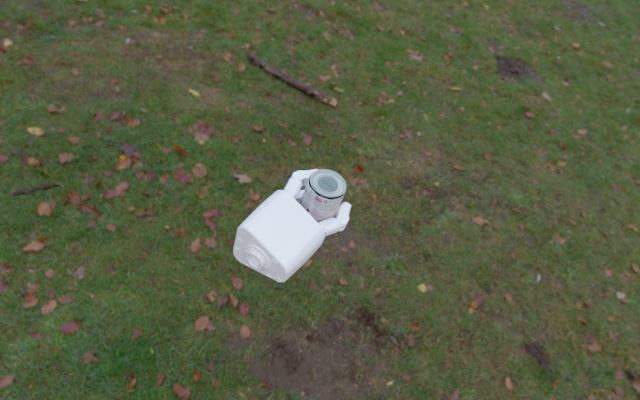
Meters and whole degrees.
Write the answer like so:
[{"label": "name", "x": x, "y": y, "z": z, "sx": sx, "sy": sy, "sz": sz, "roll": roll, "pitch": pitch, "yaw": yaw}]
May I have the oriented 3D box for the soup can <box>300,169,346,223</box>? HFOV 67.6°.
[{"label": "soup can", "x": 0.001, "y": 0.002, "z": 0.842, "sx": 0.068, "sy": 0.068, "sz": 0.102, "roll": 0, "pitch": -40, "yaw": -19}]
